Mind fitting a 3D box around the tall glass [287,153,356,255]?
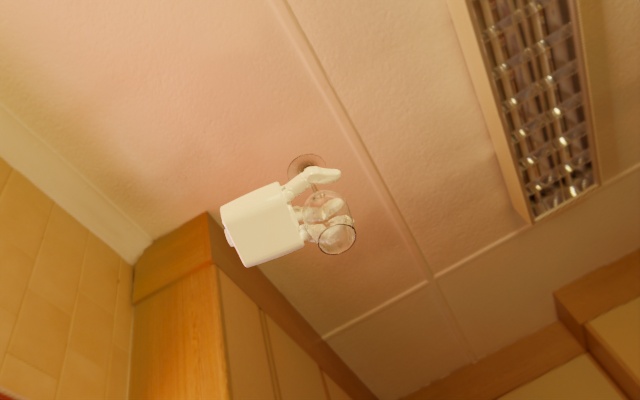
[{"bbox_3d":[0.000,0.002,0.801,0.079,0.079,0.201,0,35,-19],"label":"tall glass"}]
